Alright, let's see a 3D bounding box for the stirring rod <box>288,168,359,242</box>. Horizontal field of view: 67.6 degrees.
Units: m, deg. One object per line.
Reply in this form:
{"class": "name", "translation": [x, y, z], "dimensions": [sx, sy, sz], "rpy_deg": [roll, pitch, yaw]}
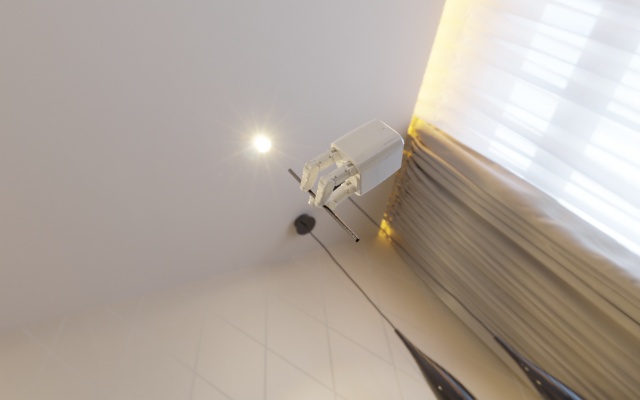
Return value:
{"class": "stirring rod", "translation": [0.000, 0.003, 0.883], "dimensions": [0.011, 0.011, 0.239], "rpy_deg": [0, 32, -38]}
